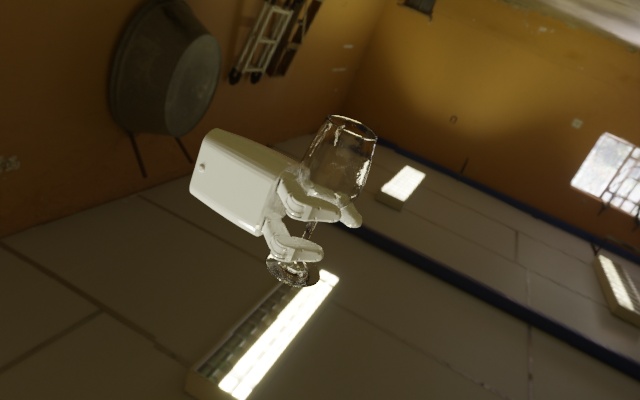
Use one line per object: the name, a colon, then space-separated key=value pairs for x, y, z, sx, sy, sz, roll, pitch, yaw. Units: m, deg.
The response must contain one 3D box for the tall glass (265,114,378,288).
tall glass: x=0.000 y=0.002 z=0.568 sx=0.079 sy=0.201 sz=0.079 roll=19 pitch=23 yaw=-9
